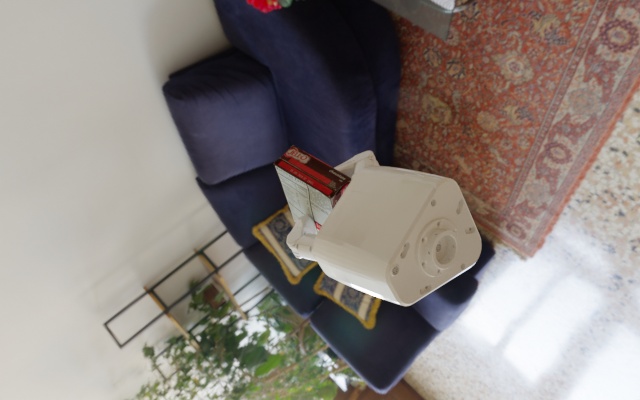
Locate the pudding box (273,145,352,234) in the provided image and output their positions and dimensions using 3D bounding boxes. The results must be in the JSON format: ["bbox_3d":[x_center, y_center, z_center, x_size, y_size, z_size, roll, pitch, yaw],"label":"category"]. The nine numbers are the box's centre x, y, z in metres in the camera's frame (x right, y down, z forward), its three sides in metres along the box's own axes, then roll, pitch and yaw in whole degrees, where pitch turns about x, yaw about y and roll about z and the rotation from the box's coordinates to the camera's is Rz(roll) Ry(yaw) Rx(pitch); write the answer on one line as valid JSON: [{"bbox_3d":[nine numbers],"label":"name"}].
[{"bbox_3d":[0.000,0.002,0.542,0.090,0.114,0.039,33,63,32],"label":"pudding box"}]
